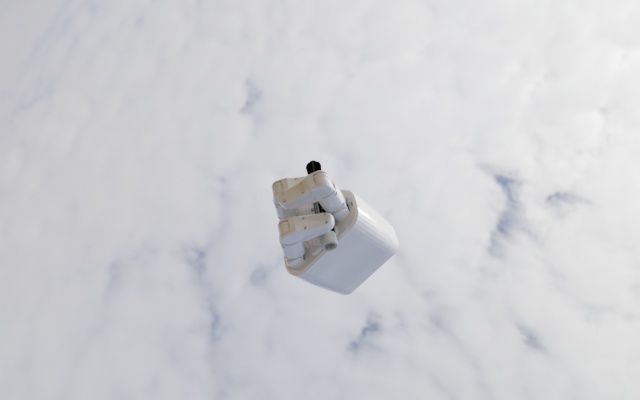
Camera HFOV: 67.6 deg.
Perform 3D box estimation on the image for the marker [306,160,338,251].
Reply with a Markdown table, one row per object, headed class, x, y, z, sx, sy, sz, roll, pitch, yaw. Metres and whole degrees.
| class | x | y | z | sx | sy | sz | roll | pitch | yaw |
| --- | --- | --- | --- | --- | --- | --- | --- | --- | --- |
| marker | 0.000 | 0.002 | 0.544 | 0.020 | 0.121 | 0.020 | -8 | -36 | -6 |
